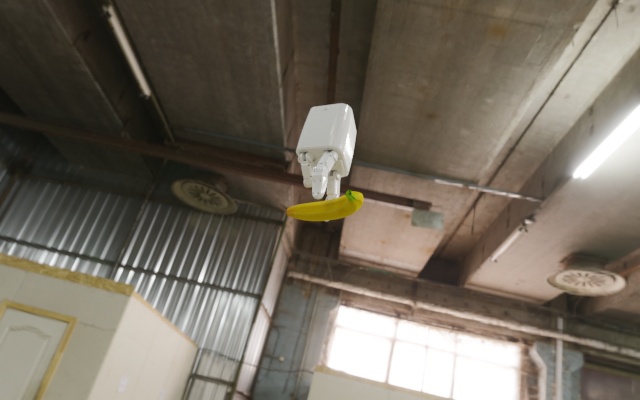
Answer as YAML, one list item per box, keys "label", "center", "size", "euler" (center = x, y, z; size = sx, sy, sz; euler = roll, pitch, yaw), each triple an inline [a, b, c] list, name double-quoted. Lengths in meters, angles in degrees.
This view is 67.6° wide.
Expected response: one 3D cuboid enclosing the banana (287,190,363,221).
- label: "banana"
  center: [0.017, 0.010, 0.872]
  size: [0.070, 0.037, 0.198]
  euler: [28, -27, -29]
